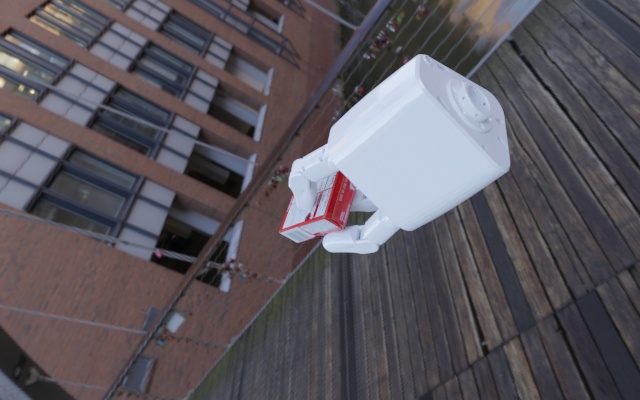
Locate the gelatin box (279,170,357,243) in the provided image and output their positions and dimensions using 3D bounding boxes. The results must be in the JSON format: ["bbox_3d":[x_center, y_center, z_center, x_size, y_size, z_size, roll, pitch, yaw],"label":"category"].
[{"bbox_3d":[0.000,0.002,0.510,0.030,0.073,0.089,32,-30,-25],"label":"gelatin box"}]
